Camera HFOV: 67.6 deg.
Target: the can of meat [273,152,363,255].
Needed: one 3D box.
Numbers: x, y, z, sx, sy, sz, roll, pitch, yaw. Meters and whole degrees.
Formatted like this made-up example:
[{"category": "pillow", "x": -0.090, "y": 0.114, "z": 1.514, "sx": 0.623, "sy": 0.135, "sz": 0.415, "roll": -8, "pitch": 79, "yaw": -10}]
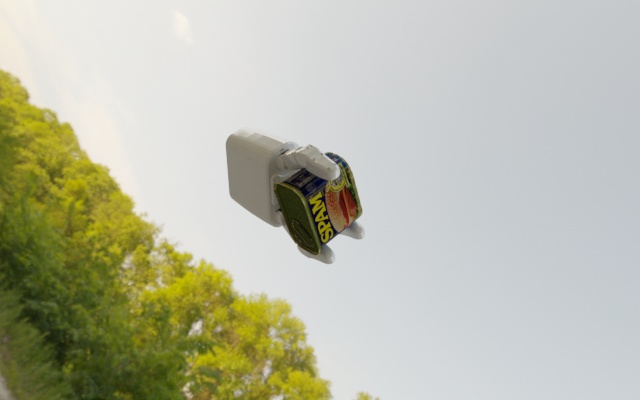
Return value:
[{"category": "can of meat", "x": 0.000, "y": 0.002, "z": 0.594, "sx": 0.084, "sy": 0.102, "sz": 0.057, "roll": -37, "pitch": 38, "yaw": -27}]
